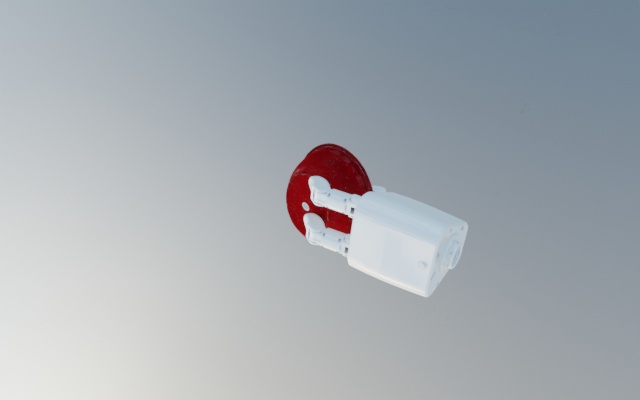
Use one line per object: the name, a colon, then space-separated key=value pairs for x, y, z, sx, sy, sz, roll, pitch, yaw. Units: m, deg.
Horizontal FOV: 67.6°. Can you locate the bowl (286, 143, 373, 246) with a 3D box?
bowl: x=-0.001 y=0.002 z=0.679 sx=0.055 sy=0.162 sz=0.162 roll=-15 pitch=9 yaw=-40
